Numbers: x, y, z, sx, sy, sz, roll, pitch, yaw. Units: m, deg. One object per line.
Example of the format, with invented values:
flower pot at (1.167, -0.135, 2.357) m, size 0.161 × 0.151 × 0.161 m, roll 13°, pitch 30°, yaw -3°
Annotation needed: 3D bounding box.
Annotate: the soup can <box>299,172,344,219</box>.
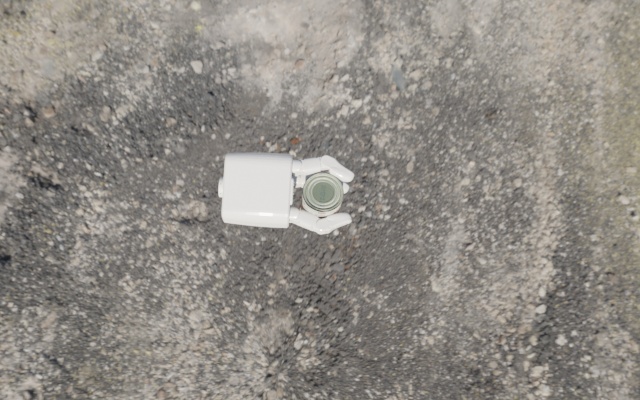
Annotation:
soup can at (0.001, 0.003, 0.795) m, size 0.068 × 0.068 × 0.102 m, roll 0°, pitch -20°, yaw -5°
